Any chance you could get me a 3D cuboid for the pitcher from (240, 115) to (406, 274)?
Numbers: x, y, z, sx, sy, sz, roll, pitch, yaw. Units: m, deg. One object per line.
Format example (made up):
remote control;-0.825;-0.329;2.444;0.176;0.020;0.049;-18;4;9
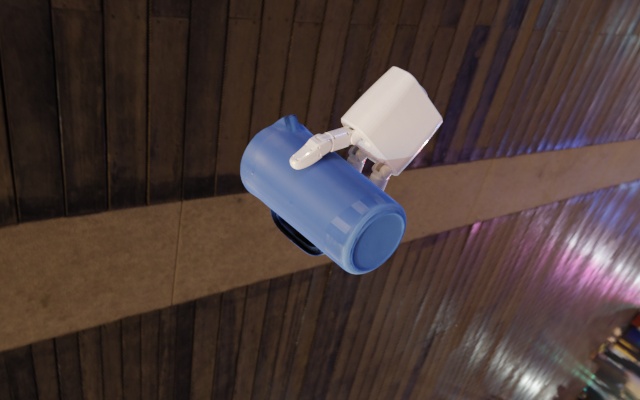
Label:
pitcher;0.000;0.002;0.676;0.242;0.145;0.149;40;-4;40
